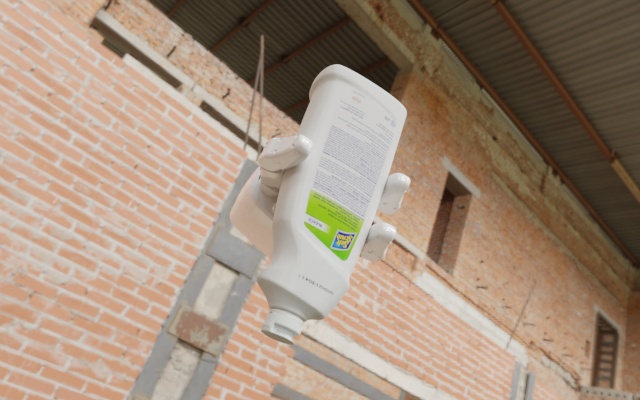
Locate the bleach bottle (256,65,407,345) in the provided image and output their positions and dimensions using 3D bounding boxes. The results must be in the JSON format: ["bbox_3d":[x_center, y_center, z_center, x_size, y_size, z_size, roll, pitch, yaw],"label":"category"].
[{"bbox_3d":[0.000,0.001,0.434,0.102,0.250,0.068,28,-26,-14],"label":"bleach bottle"}]
